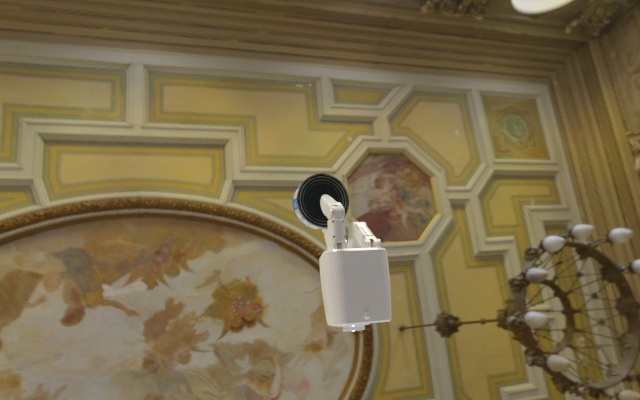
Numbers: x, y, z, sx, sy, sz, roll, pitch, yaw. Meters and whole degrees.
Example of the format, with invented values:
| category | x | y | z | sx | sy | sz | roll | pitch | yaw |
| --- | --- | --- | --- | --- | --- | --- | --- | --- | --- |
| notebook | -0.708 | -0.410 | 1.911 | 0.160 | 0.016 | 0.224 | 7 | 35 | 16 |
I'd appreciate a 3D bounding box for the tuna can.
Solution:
| category | x | y | z | sx | sy | sz | roll | pitch | yaw |
| --- | --- | --- | --- | --- | --- | --- | --- | --- | --- |
| tuna can | 0.000 | 0.003 | 0.756 | 0.086 | 0.086 | 0.034 | 0 | -11 | -18 |
